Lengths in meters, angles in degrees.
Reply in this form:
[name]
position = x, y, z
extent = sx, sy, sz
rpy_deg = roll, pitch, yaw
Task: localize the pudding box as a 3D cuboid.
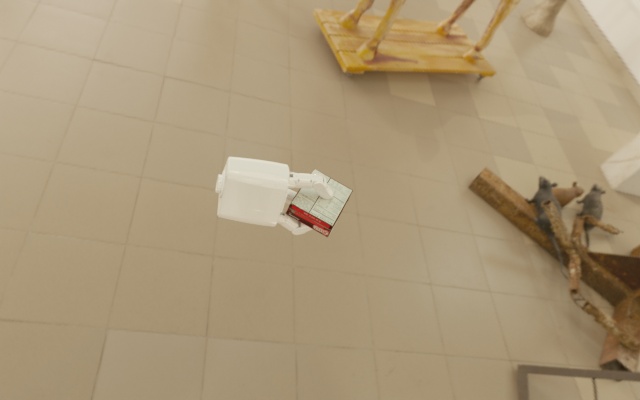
[pudding box]
position = 0.000, 0.003, 0.891
extent = 0.090, 0.113, 0.039
rpy_deg = 30, -42, 2
